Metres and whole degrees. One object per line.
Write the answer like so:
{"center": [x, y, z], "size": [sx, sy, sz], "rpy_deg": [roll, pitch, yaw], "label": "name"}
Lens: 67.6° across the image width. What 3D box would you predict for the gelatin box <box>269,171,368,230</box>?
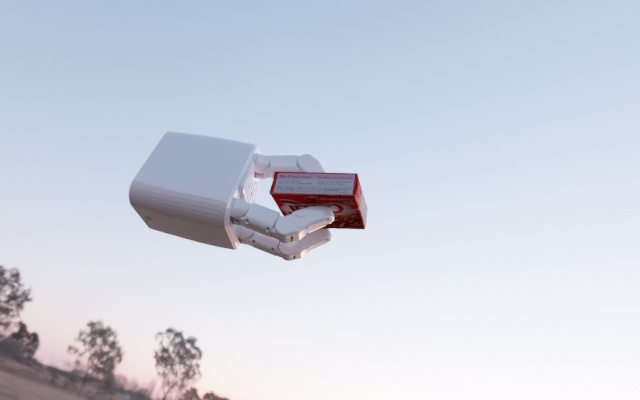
{"center": [0.000, 0.001, 0.497], "size": [0.089, 0.030, 0.073], "rpy_deg": [1, -29, 15], "label": "gelatin box"}
